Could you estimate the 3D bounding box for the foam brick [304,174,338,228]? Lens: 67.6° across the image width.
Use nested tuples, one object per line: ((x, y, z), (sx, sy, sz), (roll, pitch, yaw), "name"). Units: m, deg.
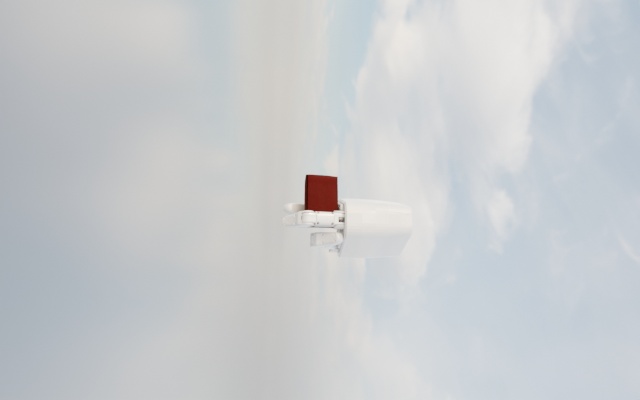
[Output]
((0.000, 0.002, 0.771), (0.051, 0.078, 0.053), (1, -13, -4), "foam brick")
